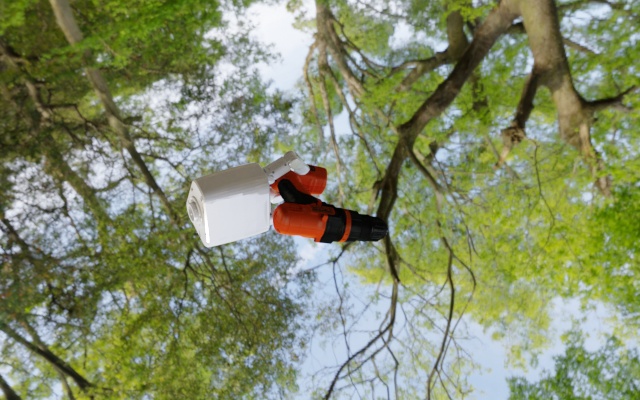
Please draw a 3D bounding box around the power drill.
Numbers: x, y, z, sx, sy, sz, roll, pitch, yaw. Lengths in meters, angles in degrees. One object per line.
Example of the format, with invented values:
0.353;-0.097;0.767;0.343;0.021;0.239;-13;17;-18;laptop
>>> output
0.000;0.002;0.775;0.184;0.057;0.187;9;24;-23;power drill
